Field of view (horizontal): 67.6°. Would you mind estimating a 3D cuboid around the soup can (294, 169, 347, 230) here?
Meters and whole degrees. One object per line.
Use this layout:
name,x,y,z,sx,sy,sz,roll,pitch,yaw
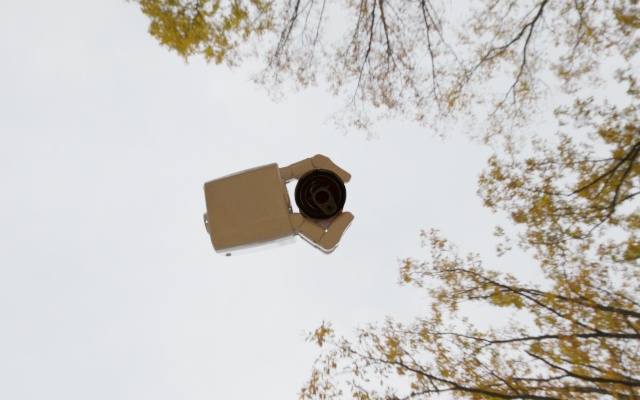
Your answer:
soup can,0.001,0.002,0.659,0.068,0.068,0.102,0,-11,0
